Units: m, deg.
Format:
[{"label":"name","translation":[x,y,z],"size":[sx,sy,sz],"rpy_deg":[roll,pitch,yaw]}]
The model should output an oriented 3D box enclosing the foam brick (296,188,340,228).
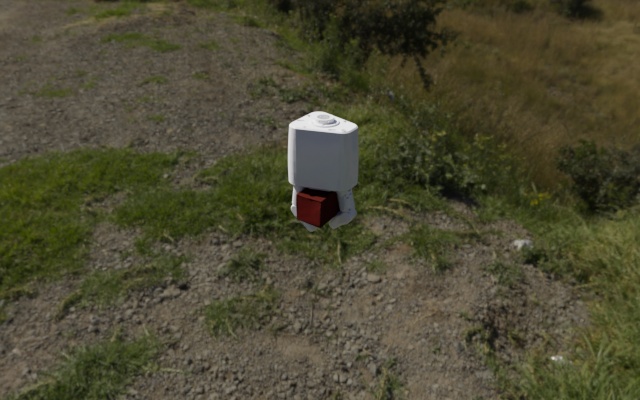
[{"label":"foam brick","translation":[0.000,0.003,0.830],"size":[0.053,0.051,0.078],"rpy_deg":[17,33,28]}]
